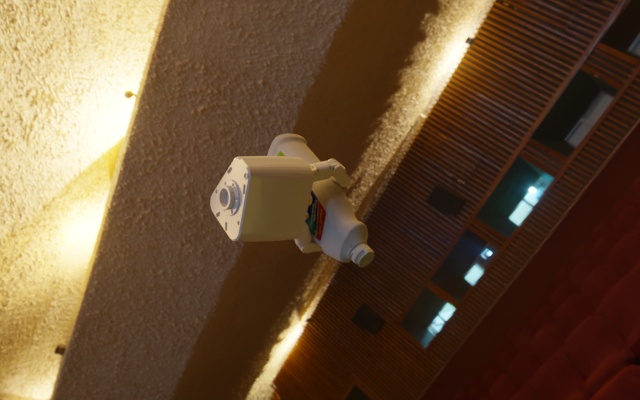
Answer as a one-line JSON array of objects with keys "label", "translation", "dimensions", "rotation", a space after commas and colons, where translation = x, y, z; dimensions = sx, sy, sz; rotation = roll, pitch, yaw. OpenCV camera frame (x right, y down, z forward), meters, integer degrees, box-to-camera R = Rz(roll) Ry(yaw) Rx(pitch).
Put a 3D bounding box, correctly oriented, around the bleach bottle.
[{"label": "bleach bottle", "translation": [0.000, 0.002, 0.741], "dimensions": [0.068, 0.103, 0.250], "rotation": [-4, 39, -40]}]
